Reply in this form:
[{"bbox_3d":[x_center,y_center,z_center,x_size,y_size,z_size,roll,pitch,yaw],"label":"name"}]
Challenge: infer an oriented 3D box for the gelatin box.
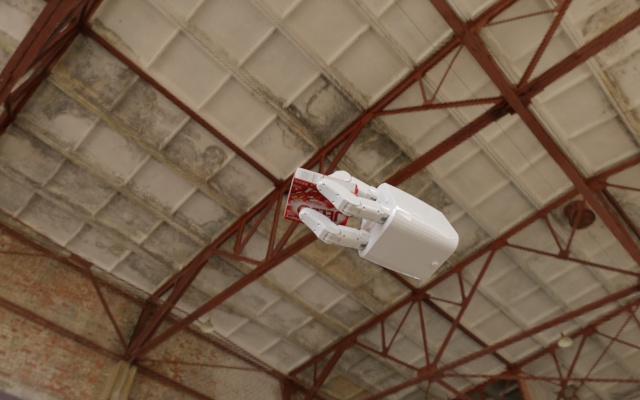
[{"bbox_3d":[0.000,0.002,0.658,0.089,0.073,0.030,16,37,-1],"label":"gelatin box"}]
